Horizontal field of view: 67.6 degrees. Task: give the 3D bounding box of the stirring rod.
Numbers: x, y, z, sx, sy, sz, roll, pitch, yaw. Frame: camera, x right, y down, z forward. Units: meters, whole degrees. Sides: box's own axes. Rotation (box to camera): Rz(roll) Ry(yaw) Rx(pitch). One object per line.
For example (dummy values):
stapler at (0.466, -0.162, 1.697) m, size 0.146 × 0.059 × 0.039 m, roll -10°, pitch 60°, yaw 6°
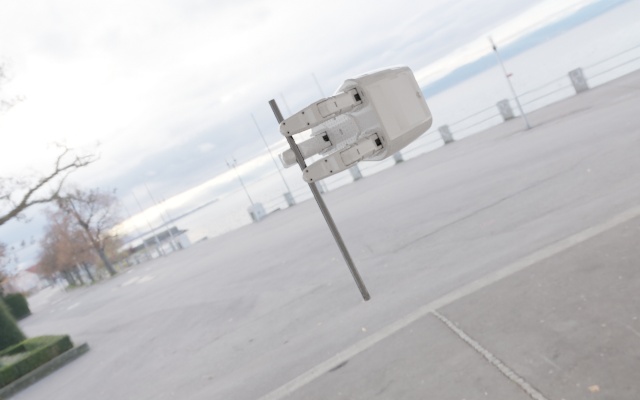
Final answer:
stirring rod at (0.000, 0.002, 0.517) m, size 0.011 × 0.239 × 0.011 m, roll -26°, pitch 6°, yaw 3°
